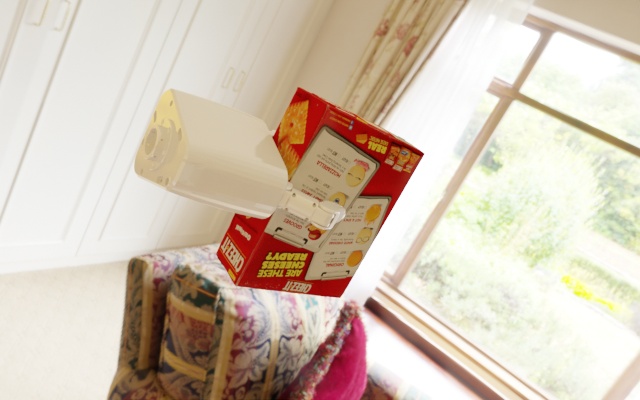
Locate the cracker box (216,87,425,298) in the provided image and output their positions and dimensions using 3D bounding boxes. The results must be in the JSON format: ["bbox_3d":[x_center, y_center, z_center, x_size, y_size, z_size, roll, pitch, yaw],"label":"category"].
[{"bbox_3d":[0.000,0.002,0.553,0.164,0.214,0.072,17,18,-41],"label":"cracker box"}]
